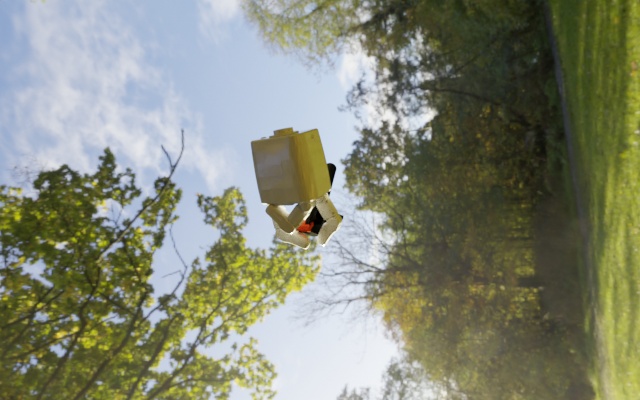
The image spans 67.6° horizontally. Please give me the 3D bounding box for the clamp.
[{"bbox_3d":[0.000,0.003,0.849,0.039,0.120,0.171,-7,12,22],"label":"clamp"}]
